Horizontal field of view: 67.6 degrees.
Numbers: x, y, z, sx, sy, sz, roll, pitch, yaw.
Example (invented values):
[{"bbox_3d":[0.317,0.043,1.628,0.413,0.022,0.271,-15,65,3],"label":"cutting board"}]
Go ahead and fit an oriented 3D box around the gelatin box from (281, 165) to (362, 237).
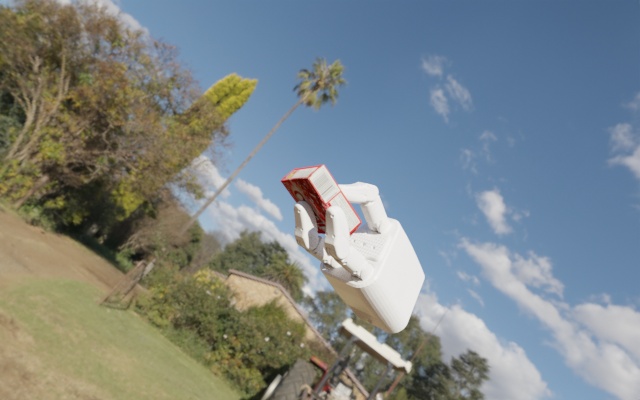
[{"bbox_3d":[0.000,0.001,0.576,0.030,0.089,0.073,-42,19,-23],"label":"gelatin box"}]
